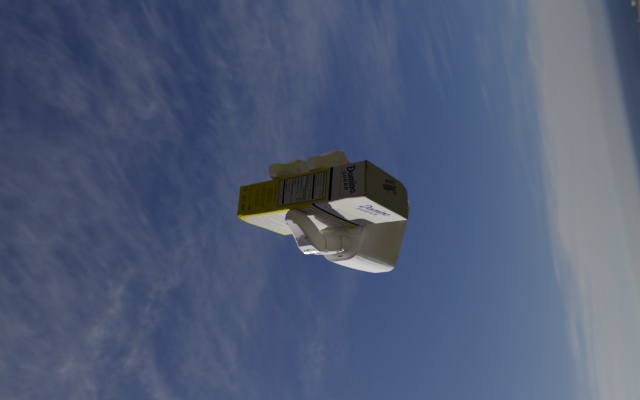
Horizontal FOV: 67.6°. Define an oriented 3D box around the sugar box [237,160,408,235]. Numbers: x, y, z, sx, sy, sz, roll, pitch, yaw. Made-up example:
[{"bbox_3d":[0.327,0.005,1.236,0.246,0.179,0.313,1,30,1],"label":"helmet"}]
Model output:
[{"bbox_3d":[0.000,0.001,0.541,0.176,0.048,0.093,-12,-23,34],"label":"sugar box"}]
